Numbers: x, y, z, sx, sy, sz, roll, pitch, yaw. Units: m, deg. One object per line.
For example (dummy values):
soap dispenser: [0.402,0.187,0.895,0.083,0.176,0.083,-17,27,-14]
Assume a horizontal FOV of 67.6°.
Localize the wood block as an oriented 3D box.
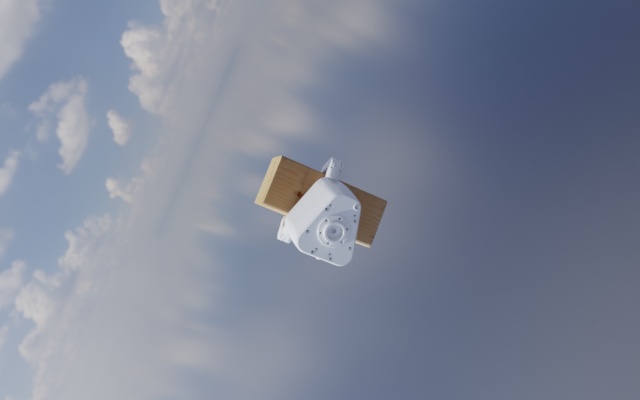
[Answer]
wood block: [0.000,0.002,0.852,0.206,0.091,0.090,23,-5,-16]
